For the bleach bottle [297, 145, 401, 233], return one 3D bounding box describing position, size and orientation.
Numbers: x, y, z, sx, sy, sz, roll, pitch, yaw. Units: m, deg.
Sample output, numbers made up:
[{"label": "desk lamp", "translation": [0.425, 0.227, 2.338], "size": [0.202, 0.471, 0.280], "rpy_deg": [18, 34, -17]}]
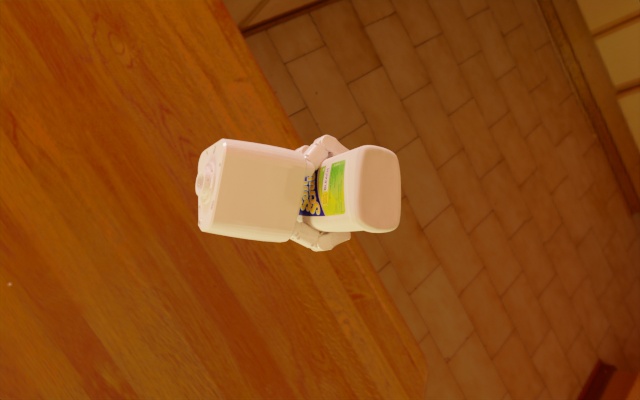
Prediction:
[{"label": "bleach bottle", "translation": [0.000, 0.002, 0.637], "size": [0.068, 0.102, 0.251], "rpy_deg": [9, -13, -31]}]
